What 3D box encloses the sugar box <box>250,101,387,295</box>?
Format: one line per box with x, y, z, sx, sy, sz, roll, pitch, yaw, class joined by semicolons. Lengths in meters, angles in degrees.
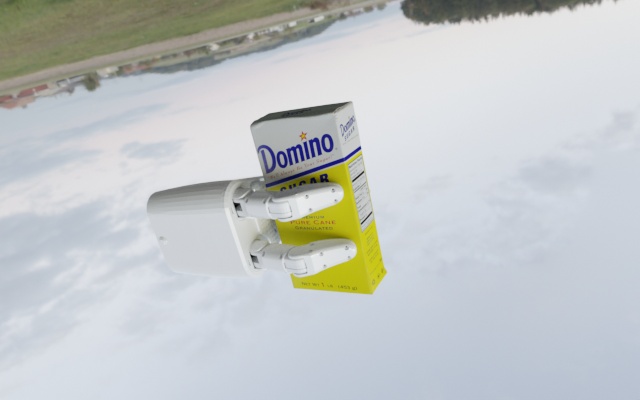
0.000;0.002;0.452;0.093;0.176;0.048;-2;24;30;sugar box
